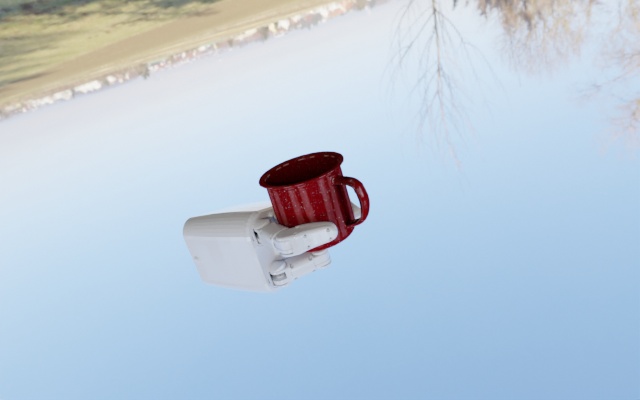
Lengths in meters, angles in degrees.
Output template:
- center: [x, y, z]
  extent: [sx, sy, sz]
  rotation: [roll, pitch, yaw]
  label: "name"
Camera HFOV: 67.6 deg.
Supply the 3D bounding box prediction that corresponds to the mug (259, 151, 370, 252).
- center: [0.001, 0.002, 0.507]
  extent: [0.117, 0.081, 0.093]
  rotation: [-1, 27, 34]
  label: "mug"
